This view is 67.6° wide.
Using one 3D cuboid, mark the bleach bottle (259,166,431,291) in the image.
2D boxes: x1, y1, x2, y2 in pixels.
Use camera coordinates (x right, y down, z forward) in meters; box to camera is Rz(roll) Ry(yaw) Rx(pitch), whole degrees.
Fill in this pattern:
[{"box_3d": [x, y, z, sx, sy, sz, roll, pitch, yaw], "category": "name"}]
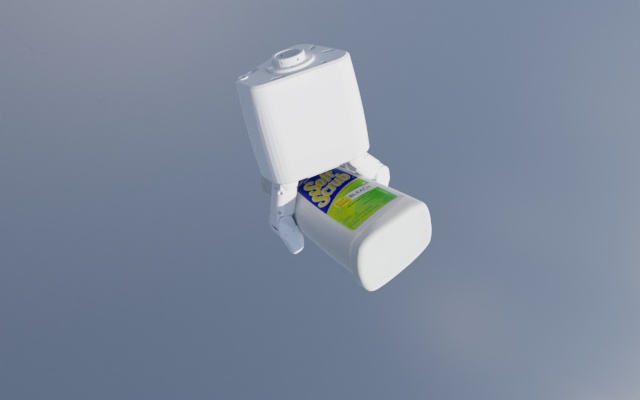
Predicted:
[{"box_3d": [0.000, 0.002, 0.547, 0.102, 0.068, 0.250, -34, 38, -24], "category": "bleach bottle"}]
